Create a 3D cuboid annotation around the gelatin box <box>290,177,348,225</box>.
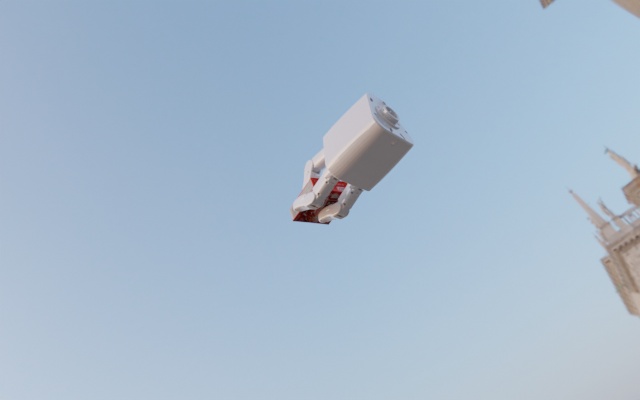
[{"bbox_3d":[0.000,0.002,0.804,0.073,0.030,0.089,7,-42,-31],"label":"gelatin box"}]
